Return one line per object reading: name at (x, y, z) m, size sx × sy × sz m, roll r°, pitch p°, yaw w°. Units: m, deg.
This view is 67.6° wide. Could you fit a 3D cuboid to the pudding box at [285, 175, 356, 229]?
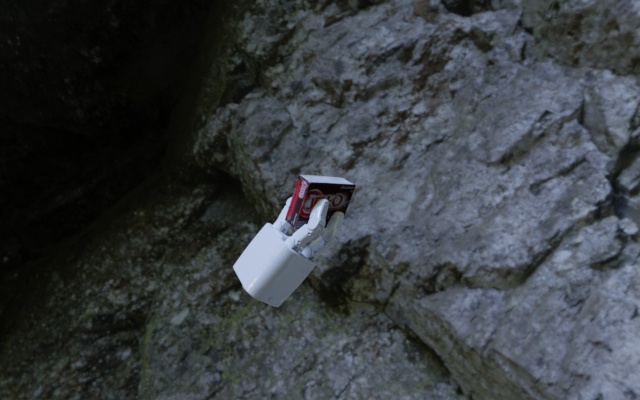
pudding box at (0.000, 0.003, 0.849) m, size 0.113 × 0.090 × 0.039 m, roll -1°, pitch 29°, yaw -43°
